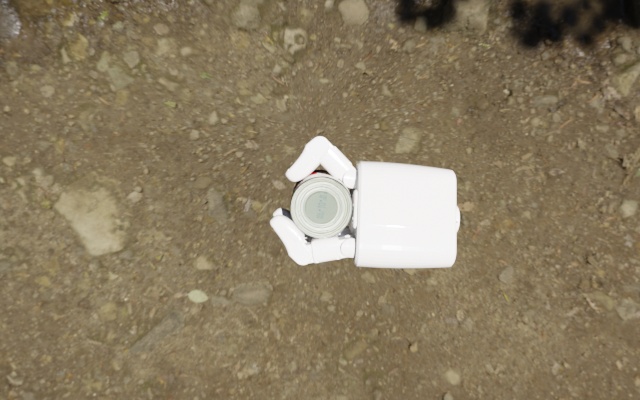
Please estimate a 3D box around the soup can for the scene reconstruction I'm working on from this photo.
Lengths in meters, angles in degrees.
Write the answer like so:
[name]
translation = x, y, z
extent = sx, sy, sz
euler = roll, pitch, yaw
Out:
[soup can]
translation = 0.000, 0.002, 0.547
extent = 0.068, 0.068, 0.102
euler = 0, 7, -1
